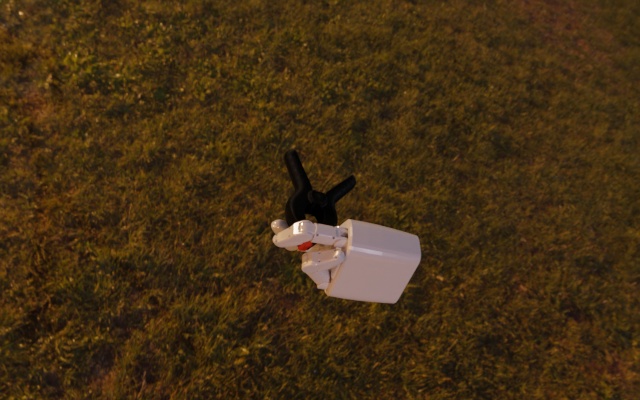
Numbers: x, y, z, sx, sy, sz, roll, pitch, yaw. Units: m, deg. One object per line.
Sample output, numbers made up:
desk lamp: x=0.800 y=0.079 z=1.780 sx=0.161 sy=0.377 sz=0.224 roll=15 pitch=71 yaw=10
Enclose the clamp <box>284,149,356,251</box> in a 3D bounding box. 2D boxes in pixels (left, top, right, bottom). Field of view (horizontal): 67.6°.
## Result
clamp: x=0.000 y=0.002 z=0.705 sx=0.120 sy=0.171 sz=0.039 roll=12 pitch=-39 yaw=-14
